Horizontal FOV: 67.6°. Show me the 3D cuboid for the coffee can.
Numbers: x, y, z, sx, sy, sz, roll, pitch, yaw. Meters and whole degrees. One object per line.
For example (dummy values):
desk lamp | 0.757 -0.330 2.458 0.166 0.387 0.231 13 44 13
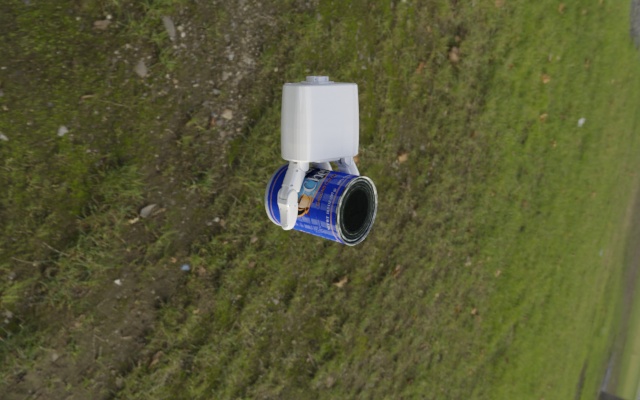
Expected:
coffee can | 0.000 0.003 0.726 0.140 0.103 0.103 13 8 37
